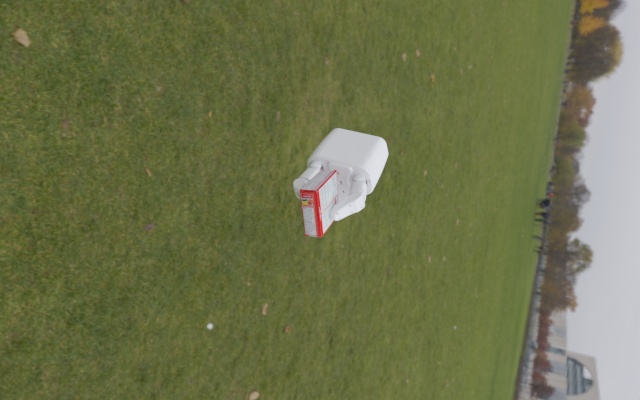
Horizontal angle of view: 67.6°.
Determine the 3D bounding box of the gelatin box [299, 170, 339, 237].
[{"bbox_3d":[0.000,0.002,0.710,0.030,0.073,0.089,4,25,20],"label":"gelatin box"}]
